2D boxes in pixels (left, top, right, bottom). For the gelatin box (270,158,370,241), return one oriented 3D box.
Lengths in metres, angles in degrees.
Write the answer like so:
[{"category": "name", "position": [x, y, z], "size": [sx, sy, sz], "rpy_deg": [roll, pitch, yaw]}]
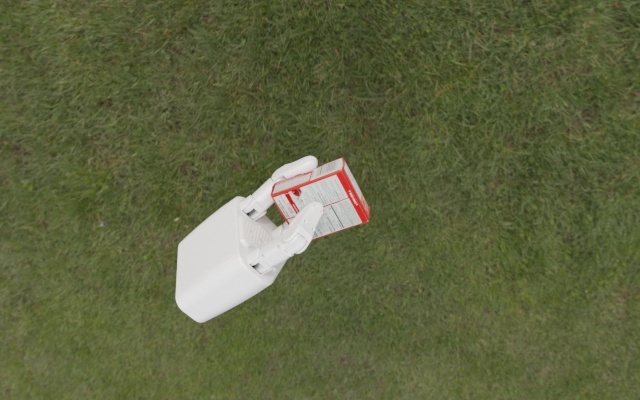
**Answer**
[{"category": "gelatin box", "position": [0.000, 0.002, 0.529], "size": [0.089, 0.073, 0.030], "rpy_deg": [-19, 30, 19]}]
